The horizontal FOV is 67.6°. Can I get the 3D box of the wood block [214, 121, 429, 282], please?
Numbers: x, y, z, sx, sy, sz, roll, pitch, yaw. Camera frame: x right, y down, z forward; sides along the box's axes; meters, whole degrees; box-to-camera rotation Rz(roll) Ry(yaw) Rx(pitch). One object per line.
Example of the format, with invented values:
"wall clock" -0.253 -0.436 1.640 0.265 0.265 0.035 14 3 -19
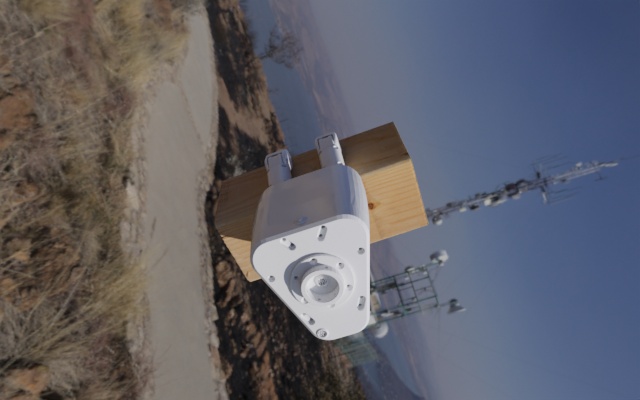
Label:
"wood block" 0.000 0.002 0.527 0.206 0.091 0.090 -18 34 7
